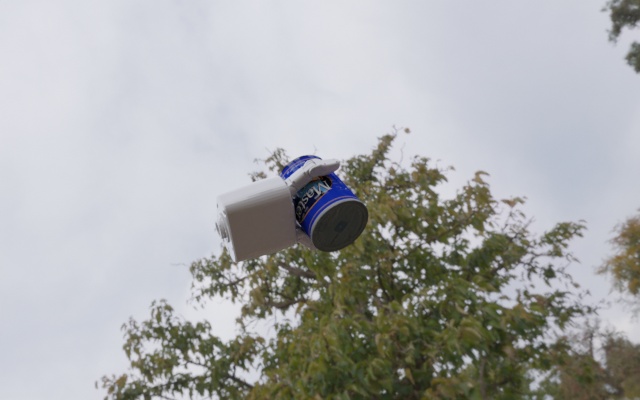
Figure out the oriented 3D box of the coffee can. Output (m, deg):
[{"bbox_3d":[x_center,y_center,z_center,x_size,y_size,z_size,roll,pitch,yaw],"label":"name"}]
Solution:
[{"bbox_3d":[0.000,0.003,0.797,0.103,0.103,0.140,0,35,-35],"label":"coffee can"}]
